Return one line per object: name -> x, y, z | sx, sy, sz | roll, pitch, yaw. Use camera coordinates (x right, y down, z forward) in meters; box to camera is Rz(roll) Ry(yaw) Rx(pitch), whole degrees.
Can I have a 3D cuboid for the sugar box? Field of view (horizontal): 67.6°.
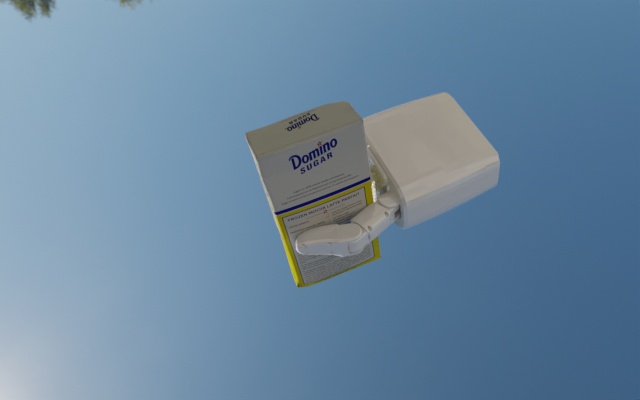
sugar box -> 0.000, 0.001, 0.442 | 0.093, 0.176, 0.048 | -20, 42, -8
